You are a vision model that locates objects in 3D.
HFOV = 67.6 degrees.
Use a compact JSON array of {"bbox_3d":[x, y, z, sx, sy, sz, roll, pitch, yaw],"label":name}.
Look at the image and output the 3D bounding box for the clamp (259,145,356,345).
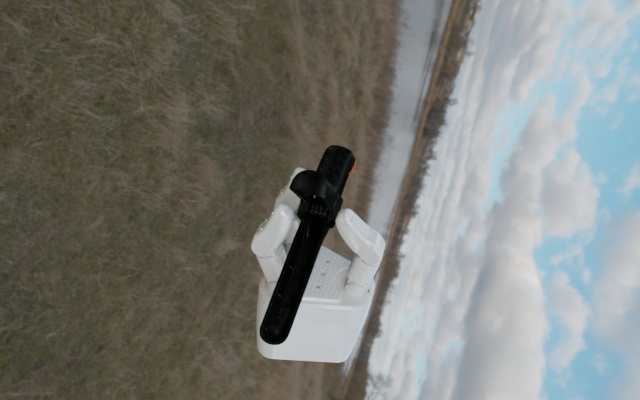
[{"bbox_3d":[0.001,0.002,0.426,0.036,0.165,0.209,19,40,5],"label":"clamp"}]
